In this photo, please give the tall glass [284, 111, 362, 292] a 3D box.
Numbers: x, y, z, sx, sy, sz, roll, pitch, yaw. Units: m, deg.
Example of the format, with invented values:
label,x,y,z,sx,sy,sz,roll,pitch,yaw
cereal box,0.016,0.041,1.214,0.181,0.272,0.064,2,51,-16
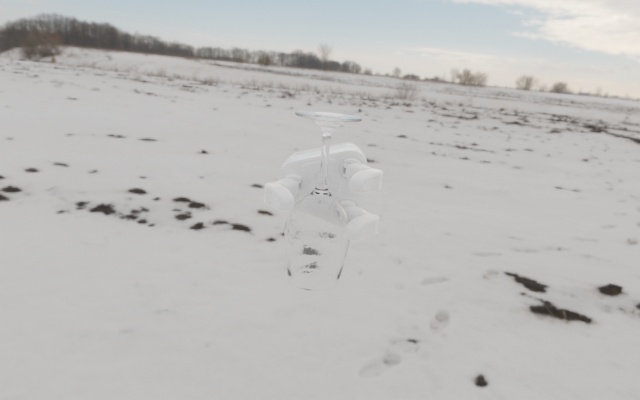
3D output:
label,x,y,z,sx,sy,sz,roll,pitch,yaw
tall glass,0.000,0.001,0.551,0.079,0.201,0.079,5,15,-1
